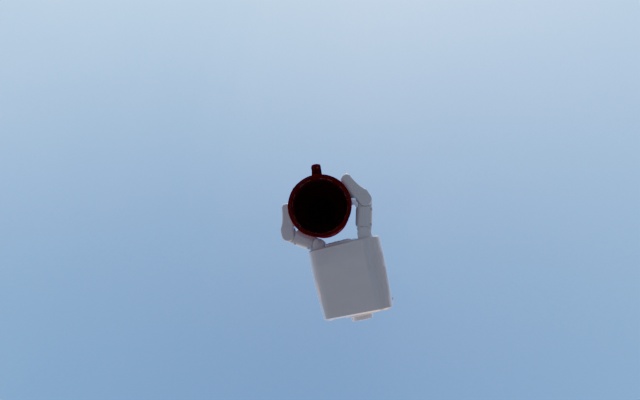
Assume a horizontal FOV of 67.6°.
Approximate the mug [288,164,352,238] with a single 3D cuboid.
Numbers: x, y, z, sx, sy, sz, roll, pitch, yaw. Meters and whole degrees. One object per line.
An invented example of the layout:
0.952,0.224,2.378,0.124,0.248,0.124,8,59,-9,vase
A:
0.000,0.001,0.727,0.093,0.117,0.081,-11,-11,3,mug
